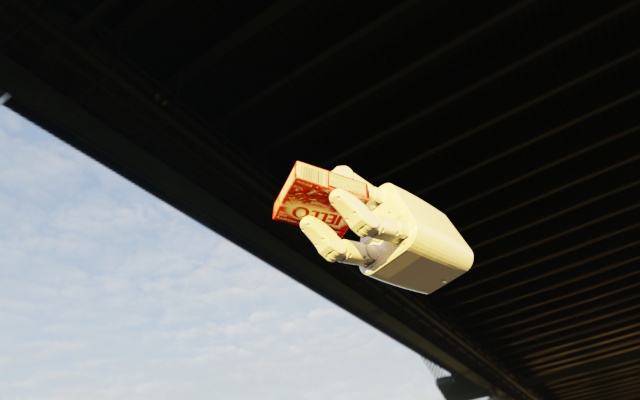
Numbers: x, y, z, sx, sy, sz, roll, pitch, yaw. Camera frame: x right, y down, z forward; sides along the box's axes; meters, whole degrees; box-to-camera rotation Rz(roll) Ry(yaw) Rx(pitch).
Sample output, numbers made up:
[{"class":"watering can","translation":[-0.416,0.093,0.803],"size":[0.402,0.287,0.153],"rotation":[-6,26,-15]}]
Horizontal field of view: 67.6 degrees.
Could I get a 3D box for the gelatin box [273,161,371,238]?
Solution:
[{"class":"gelatin box","translation":[0.000,0.001,0.538],"size":[0.089,0.030,0.073],"rotation":[17,-45,-17]}]
